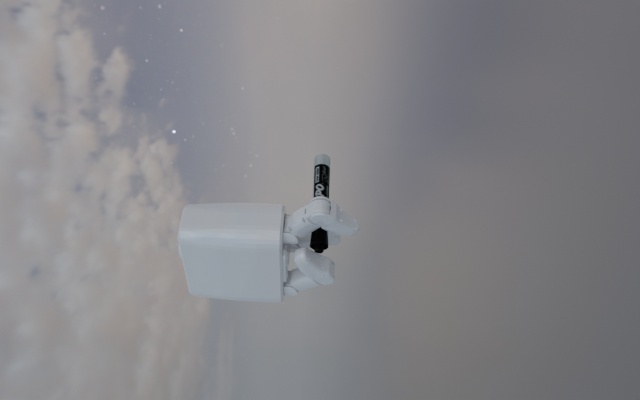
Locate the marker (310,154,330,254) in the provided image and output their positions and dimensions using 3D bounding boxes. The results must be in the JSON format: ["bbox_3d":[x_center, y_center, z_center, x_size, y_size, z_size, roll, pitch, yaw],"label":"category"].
[{"bbox_3d":[0.000,0.002,0.508,0.020,0.121,0.020,1,-35,1],"label":"marker"}]
